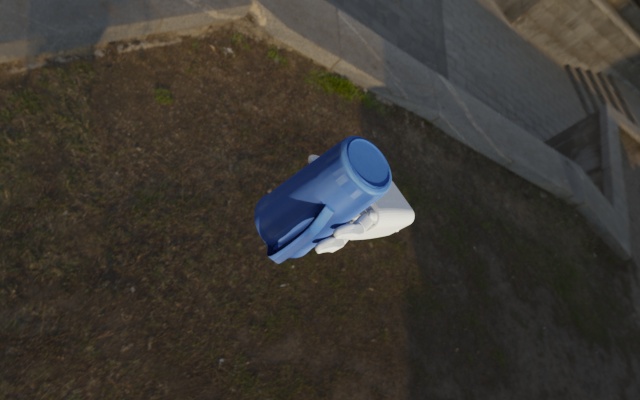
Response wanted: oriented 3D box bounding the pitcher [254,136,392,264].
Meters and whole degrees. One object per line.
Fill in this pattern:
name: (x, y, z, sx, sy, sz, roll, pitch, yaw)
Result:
pitcher: (0.000, 0.003, 0.811, 0.145, 0.149, 0.243, -1, -26, -43)
